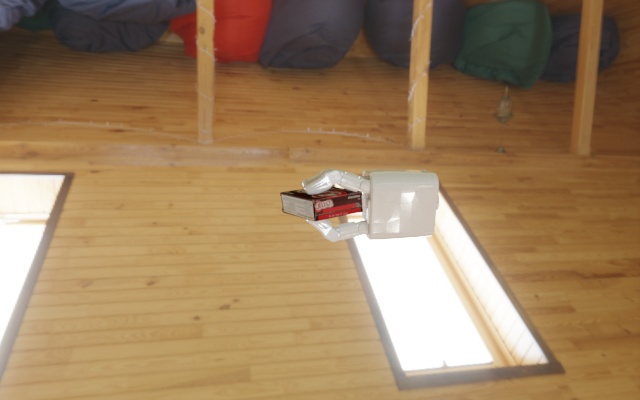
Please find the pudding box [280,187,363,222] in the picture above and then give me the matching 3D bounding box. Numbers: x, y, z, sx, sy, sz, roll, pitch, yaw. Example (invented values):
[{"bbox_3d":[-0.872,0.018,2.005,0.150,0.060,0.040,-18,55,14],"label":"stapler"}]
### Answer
[{"bbox_3d":[0.000,0.003,0.763,0.090,0.039,0.113,-9,9,-30],"label":"pudding box"}]
